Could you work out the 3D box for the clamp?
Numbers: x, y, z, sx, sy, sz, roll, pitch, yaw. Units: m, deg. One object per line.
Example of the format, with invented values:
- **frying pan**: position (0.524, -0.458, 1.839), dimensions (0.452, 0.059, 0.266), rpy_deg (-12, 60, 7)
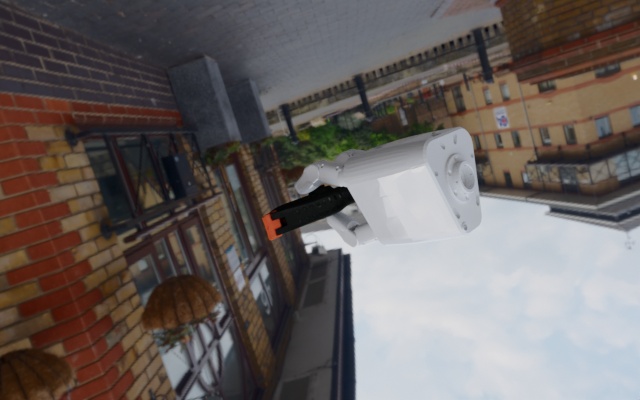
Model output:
- **clamp**: position (0.000, 0.003, 0.600), dimensions (0.210, 0.036, 0.164), rpy_deg (-24, 7, -42)
